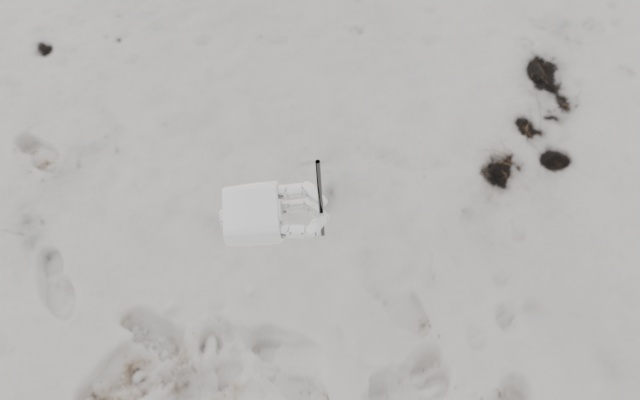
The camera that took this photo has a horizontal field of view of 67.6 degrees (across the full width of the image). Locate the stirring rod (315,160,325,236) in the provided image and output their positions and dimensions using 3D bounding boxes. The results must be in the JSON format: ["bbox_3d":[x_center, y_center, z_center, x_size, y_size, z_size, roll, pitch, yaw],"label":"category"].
[{"bbox_3d":[0.000,0.003,0.875,0.011,0.011,0.240,0,-33,3],"label":"stirring rod"}]
